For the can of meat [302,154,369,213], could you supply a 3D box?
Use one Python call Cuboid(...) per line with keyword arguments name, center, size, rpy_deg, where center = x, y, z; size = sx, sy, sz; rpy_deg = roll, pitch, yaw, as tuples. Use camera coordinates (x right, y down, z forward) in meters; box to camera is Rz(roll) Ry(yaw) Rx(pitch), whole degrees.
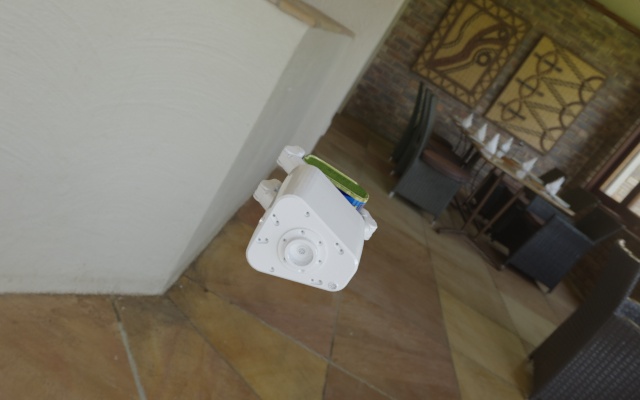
Cuboid(name="can of meat", center=(0.000, 0.002, 0.615), size=(0.102, 0.084, 0.057), rpy_deg=(33, 20, -1))
